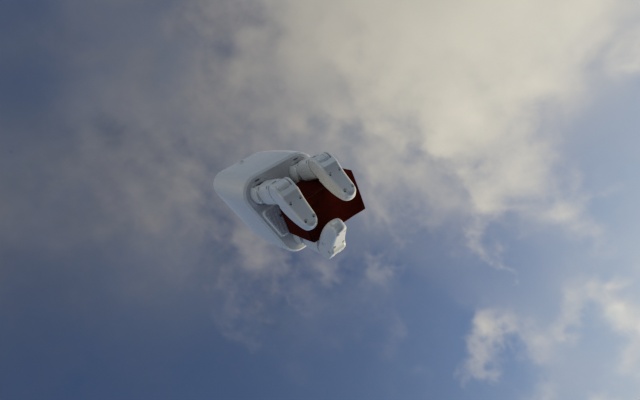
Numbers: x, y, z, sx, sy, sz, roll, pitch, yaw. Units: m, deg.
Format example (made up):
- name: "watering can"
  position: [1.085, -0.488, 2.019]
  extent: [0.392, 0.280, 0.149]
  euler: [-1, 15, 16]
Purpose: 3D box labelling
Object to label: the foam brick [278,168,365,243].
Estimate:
- name: "foam brick"
  position: [0.000, 0.002, 0.539]
  extent: [0.078, 0.053, 0.051]
  euler: [-31, 25, -26]
